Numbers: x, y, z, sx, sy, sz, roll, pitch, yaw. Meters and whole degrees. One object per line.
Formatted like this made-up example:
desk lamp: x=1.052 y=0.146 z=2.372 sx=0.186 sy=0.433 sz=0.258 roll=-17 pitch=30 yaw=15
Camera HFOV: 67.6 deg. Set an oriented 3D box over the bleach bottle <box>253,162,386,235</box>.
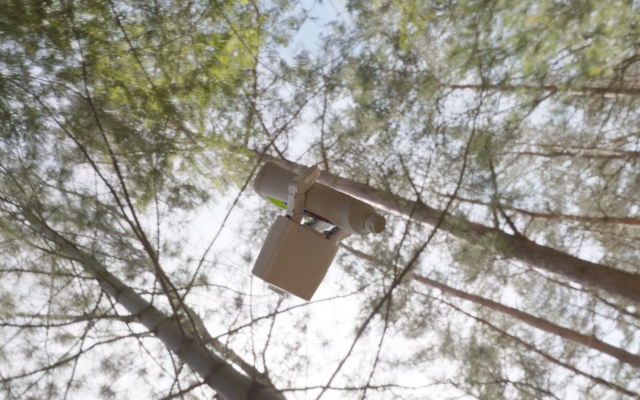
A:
bleach bottle: x=0.000 y=0.003 z=0.793 sx=0.250 sy=0.068 sz=0.103 roll=20 pitch=-11 yaw=45
